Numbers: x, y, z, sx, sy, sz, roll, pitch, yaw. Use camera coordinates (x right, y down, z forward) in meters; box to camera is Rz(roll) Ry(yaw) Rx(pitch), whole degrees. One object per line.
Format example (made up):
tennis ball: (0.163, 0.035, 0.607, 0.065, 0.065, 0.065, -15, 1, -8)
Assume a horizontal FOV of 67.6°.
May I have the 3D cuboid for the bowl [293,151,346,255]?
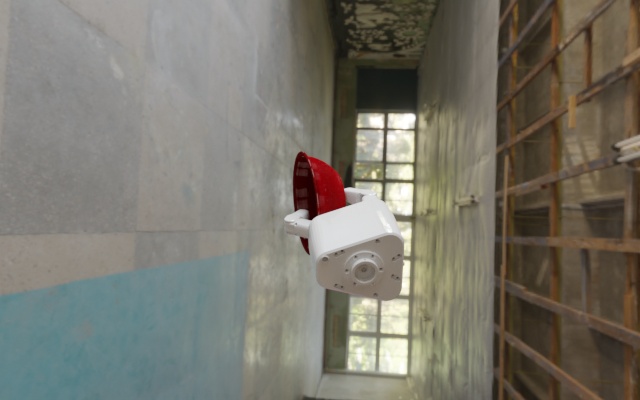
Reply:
bowl: (0.000, 0.002, 0.744, 0.055, 0.162, 0.162, -6, 1, -15)
